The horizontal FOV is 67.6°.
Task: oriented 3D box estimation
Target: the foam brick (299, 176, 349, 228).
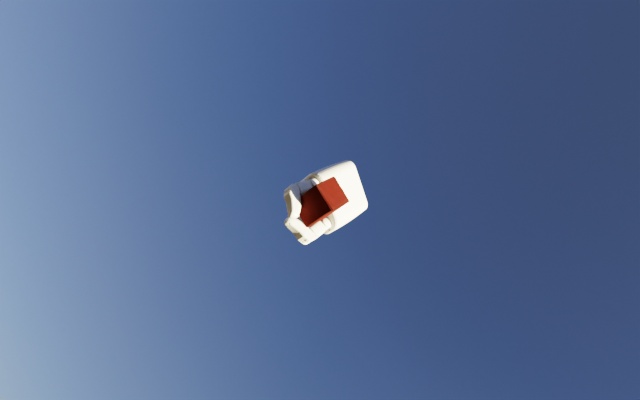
[{"bbox_3d":[0.000,0.003,0.823,0.051,0.053,0.078,-26,-6,-44],"label":"foam brick"}]
